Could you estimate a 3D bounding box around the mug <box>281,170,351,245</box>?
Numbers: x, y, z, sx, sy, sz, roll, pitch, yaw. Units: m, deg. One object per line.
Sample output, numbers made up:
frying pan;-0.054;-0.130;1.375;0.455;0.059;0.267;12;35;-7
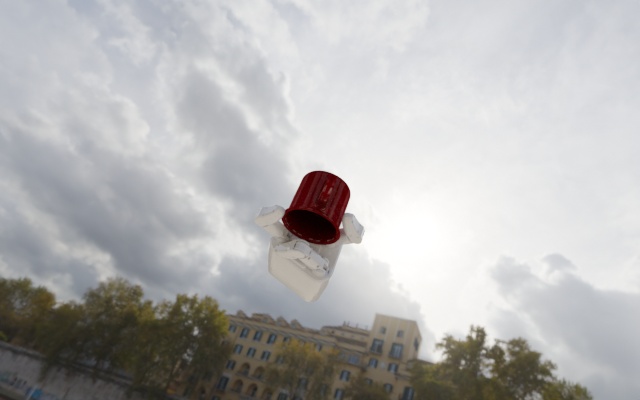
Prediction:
mug;0.000;0.001;0.718;0.093;0.081;0.117;22;-33;0
